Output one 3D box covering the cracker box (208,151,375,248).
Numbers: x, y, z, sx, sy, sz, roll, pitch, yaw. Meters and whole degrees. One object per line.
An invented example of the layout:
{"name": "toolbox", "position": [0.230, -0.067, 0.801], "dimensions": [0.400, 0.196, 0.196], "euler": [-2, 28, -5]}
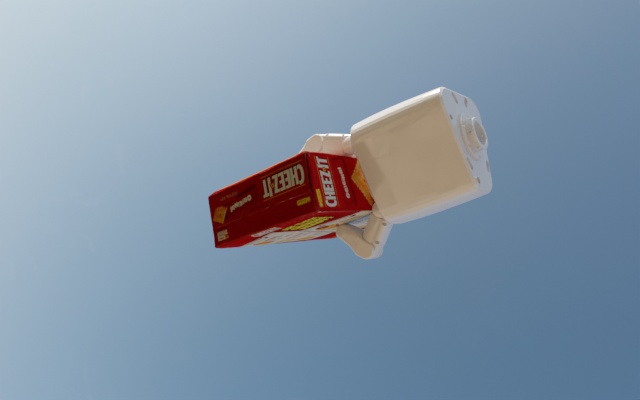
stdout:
{"name": "cracker box", "position": [0.000, 0.002, 0.580], "dimensions": [0.164, 0.072, 0.214], "euler": [-21, -14, 38]}
